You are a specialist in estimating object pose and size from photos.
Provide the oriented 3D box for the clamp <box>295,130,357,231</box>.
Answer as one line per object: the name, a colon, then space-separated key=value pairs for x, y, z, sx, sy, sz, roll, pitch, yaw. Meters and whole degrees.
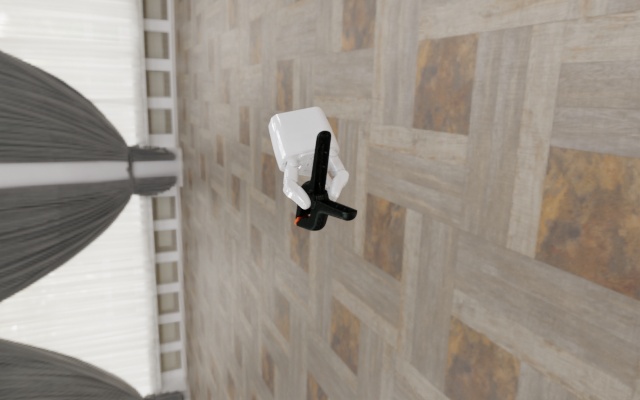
clamp: x=-0.001 y=0.003 z=0.847 sx=0.036 sy=0.164 sz=0.210 roll=-6 pitch=-31 yaw=-25
